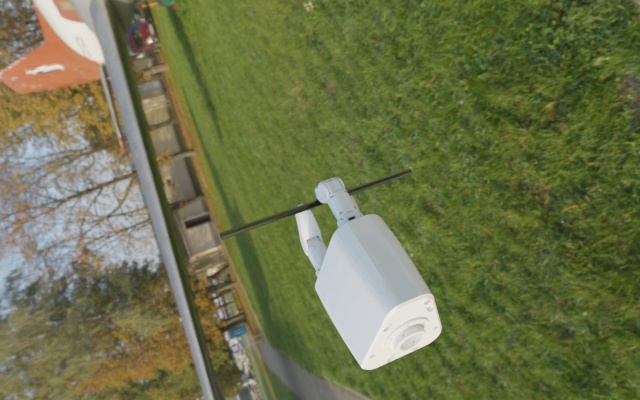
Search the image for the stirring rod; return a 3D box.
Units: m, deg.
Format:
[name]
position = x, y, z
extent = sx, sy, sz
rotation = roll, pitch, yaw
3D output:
[stirring rod]
position = 0.000, 0.002, 0.553
extent = 0.239, 0.011, 0.011
rotation = -19, 5, -15
